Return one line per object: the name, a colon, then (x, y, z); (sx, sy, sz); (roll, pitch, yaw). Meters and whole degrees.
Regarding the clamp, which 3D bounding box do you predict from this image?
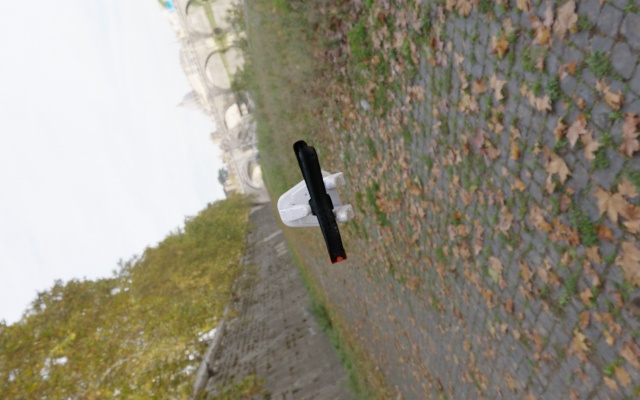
clamp: (-0.001, 0.003, 0.750); (0.036, 0.210, 0.164); (-18, 5, -2)
